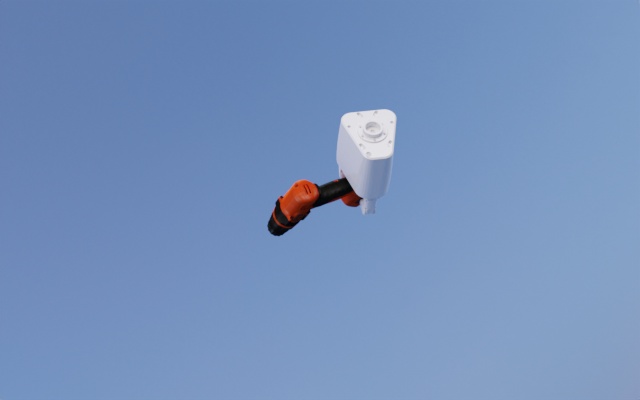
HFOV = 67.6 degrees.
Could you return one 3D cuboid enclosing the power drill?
[{"bbox_3d":[0.001,0.003,0.894,0.187,0.057,0.184,-19,-14,-30],"label":"power drill"}]
